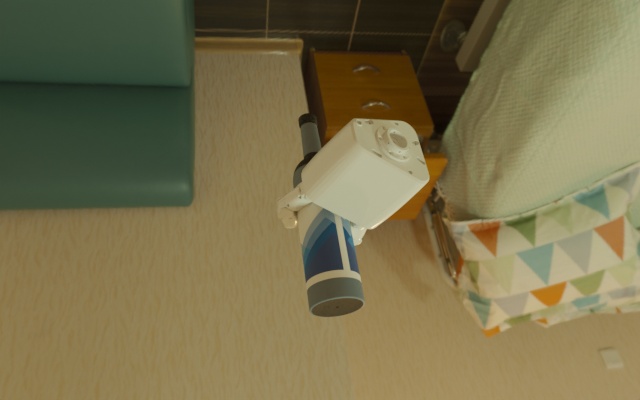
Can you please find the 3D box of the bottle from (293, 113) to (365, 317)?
[{"bbox_3d":[0.000,0.002,0.637,0.069,0.295,0.069,-7,-32,-4],"label":"bottle"}]
